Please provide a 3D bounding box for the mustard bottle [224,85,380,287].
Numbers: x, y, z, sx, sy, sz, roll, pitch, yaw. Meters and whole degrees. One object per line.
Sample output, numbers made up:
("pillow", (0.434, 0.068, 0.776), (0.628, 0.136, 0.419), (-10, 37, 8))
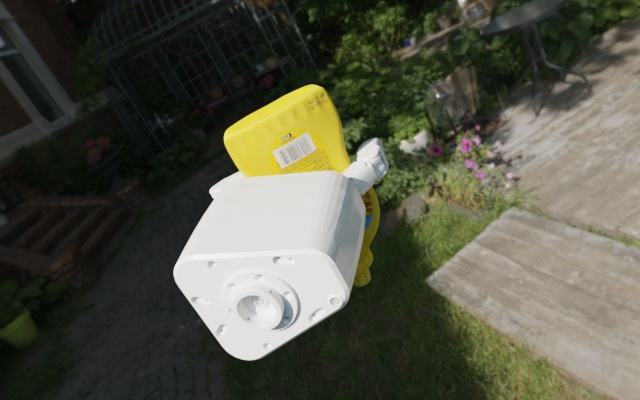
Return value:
("mustard bottle", (0.000, 0.001, 0.432), (0.096, 0.192, 0.058), (-30, 22, -4))
